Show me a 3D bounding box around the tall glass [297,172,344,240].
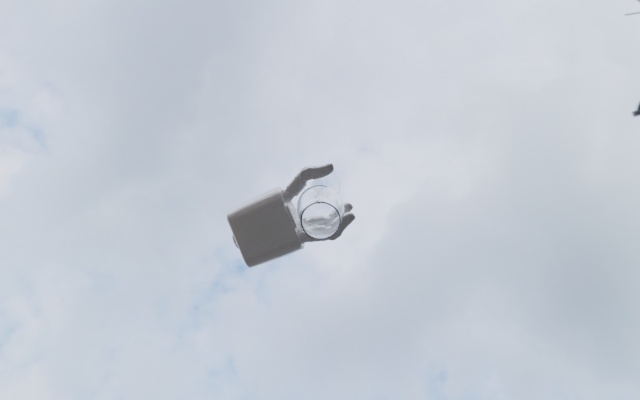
[{"bbox_3d":[0.000,0.002,0.820,0.079,0.079,0.201,0,17,0],"label":"tall glass"}]
